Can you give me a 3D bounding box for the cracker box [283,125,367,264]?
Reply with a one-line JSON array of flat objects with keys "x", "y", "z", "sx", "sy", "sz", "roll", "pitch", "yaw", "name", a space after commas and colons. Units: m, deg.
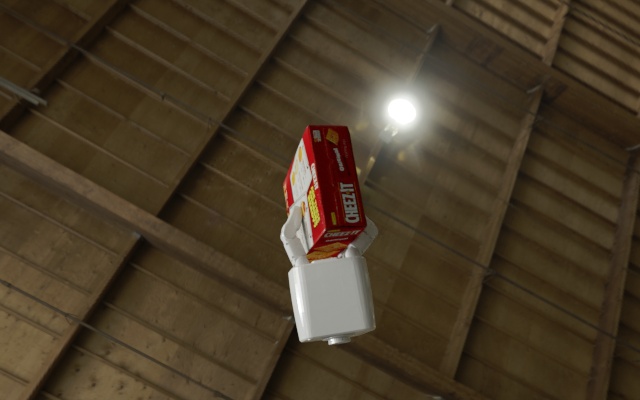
[{"x": 0.000, "y": 0.003, "z": 0.767, "sx": 0.072, "sy": 0.164, "sz": 0.214, "roll": -4, "pitch": -21, "yaw": -16, "name": "cracker box"}]
